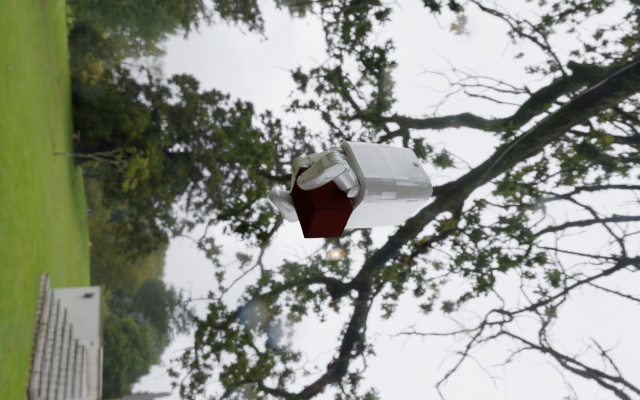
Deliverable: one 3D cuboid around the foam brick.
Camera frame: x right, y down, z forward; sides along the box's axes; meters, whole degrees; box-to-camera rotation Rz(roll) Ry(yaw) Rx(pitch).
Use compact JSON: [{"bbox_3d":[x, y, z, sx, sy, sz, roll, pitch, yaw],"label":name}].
[{"bbox_3d":[0.000,0.002,0.598,0.051,0.078,0.053,1,-44,-23],"label":"foam brick"}]
